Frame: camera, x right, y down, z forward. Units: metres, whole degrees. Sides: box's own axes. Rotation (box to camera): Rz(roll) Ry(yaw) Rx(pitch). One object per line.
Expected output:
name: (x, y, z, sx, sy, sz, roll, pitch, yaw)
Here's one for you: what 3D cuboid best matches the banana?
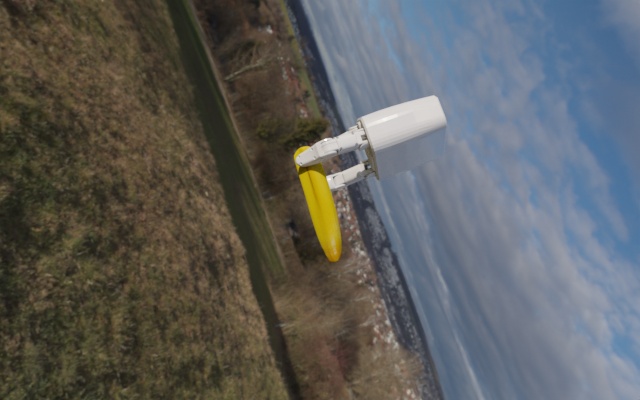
banana: (-0.004, -0.011, 0.669, 0.037, 0.197, 0.070, -18, -35, 0)
